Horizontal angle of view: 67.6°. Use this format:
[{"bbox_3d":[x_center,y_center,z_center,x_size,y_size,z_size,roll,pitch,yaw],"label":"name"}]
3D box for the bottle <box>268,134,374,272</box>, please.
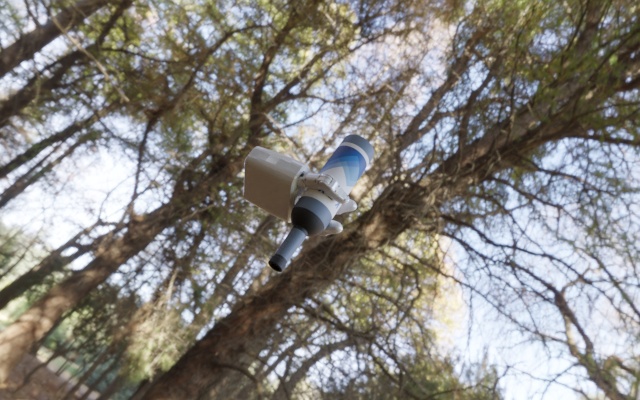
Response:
[{"bbox_3d":[0.000,0.003,0.838,0.069,0.295,0.069,25,-32,17],"label":"bottle"}]
